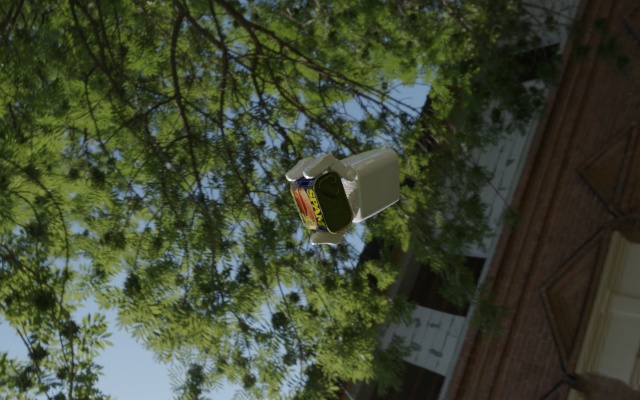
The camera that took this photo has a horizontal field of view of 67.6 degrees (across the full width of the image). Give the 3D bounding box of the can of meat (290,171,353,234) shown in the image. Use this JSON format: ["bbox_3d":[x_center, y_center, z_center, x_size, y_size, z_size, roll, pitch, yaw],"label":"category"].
[{"bbox_3d":[0.000,0.003,0.826,0.057,0.102,0.084,-27,16,-30],"label":"can of meat"}]
